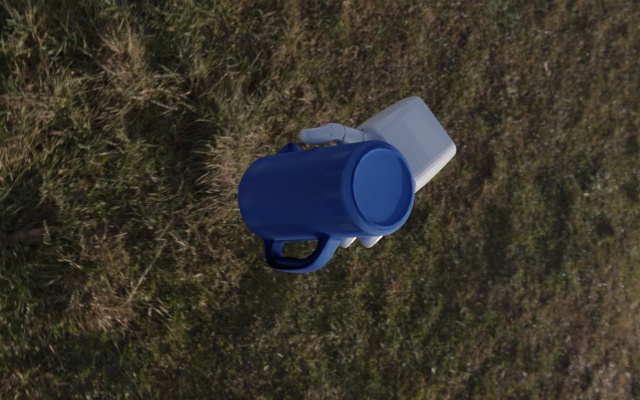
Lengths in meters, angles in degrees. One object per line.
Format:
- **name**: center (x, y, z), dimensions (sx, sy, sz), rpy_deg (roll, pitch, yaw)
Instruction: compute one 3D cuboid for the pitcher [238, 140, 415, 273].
- **pitcher**: center (0.000, 0.002, 0.620), dimensions (0.145, 0.149, 0.243), rpy_deg (-36, 17, -30)
